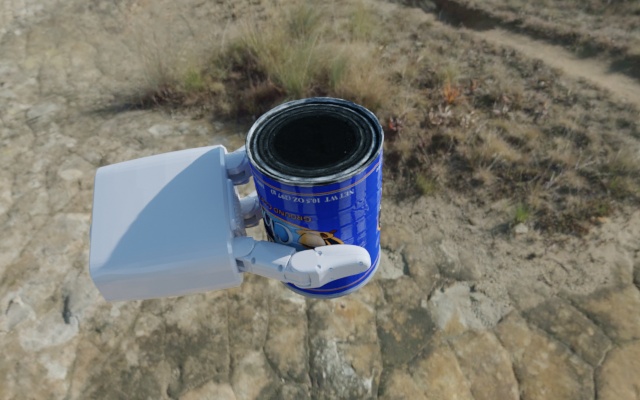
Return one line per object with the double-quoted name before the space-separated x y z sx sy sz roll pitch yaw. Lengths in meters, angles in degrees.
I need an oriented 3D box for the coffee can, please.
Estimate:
"coffee can" 0.000 0.001 0.400 0.103 0.102 0.140 0 -44 5
